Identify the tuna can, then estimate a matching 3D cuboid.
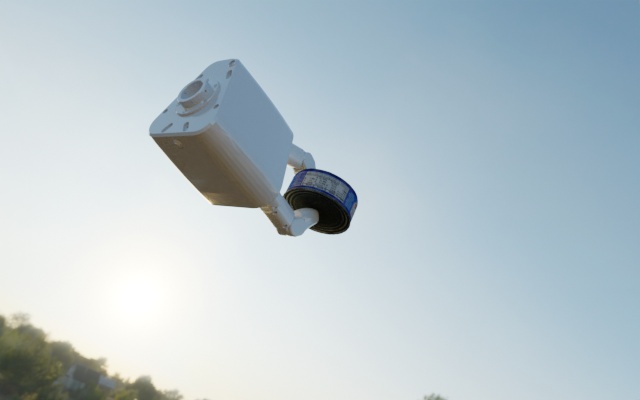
[{"bbox_3d":[0.000,0.001,0.564,0.086,0.033,0.086,18,-33,12],"label":"tuna can"}]
